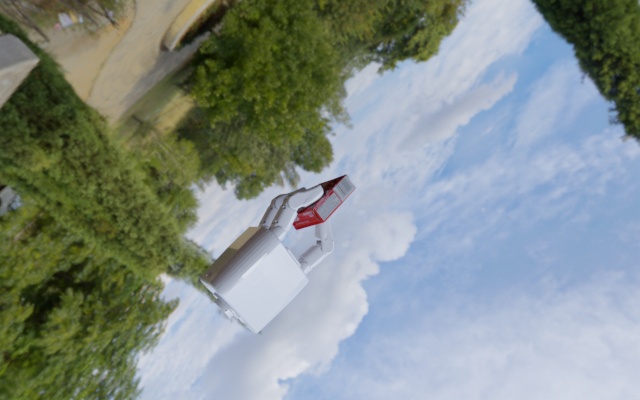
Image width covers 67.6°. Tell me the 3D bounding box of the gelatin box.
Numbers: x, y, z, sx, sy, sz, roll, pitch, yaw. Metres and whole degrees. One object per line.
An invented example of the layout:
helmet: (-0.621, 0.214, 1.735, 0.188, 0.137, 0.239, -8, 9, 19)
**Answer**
gelatin box: (0.001, 0.002, 0.717, 0.089, 0.030, 0.073, -46, 17, -33)
